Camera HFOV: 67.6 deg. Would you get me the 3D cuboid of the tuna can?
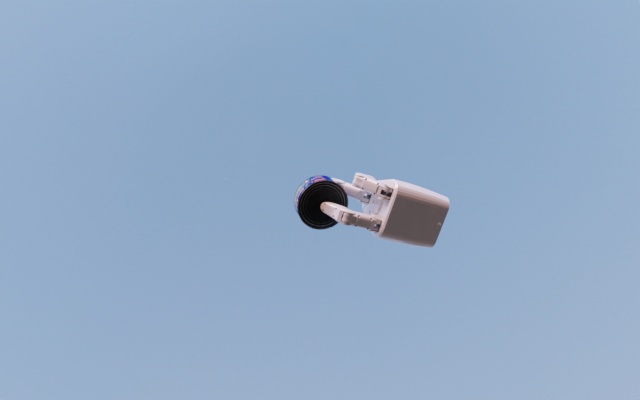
[{"bbox_3d":[0.000,0.002,0.787,0.086,0.086,0.033,0,20,-17],"label":"tuna can"}]
